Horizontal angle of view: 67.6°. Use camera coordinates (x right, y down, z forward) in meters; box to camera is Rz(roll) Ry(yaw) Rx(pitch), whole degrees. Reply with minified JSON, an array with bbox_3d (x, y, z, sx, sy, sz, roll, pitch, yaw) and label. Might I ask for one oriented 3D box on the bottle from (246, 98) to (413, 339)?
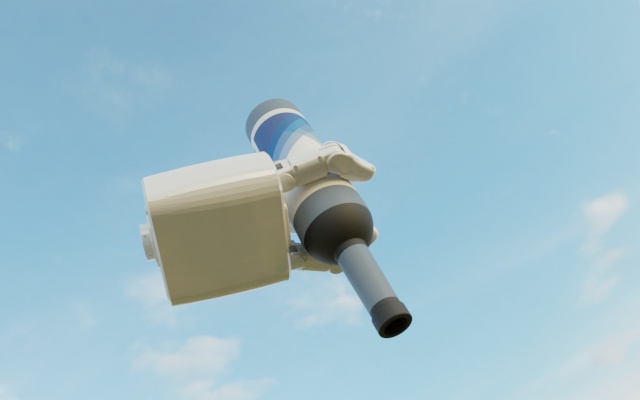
[{"bbox_3d":[0.000,0.001,0.444,0.069,0.069,0.295,0,37,-27],"label":"bottle"}]
